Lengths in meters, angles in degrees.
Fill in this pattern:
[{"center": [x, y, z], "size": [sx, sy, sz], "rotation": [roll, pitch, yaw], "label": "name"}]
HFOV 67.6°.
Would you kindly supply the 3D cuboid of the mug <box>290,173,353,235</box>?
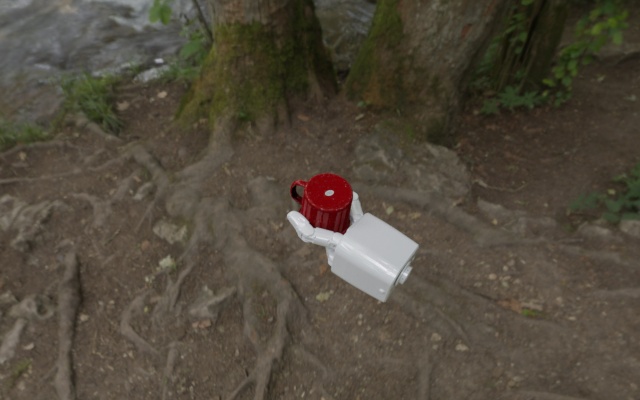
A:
[{"center": [-0.001, 0.002, 0.805], "size": [0.117, 0.093, 0.082], "rotation": [31, -34, 16], "label": "mug"}]
